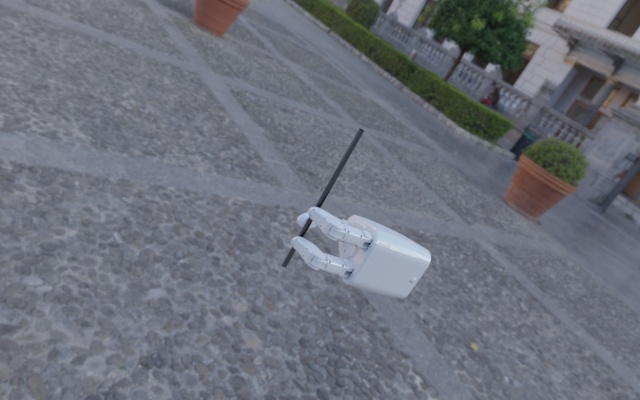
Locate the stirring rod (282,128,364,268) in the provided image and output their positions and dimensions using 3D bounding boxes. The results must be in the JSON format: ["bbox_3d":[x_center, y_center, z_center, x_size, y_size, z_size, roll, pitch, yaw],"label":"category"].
[{"bbox_3d":[0.000,0.002,0.688,0.011,0.240,0.011,26,21,-11],"label":"stirring rod"}]
